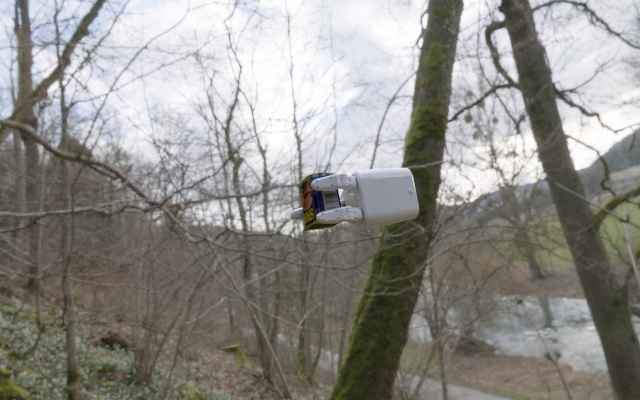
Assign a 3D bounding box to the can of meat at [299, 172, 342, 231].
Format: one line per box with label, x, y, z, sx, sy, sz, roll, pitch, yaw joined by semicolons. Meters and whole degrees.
can of meat;0.000;0.002;0.827;0.057;0.084;0.102;-7;-9;-16
